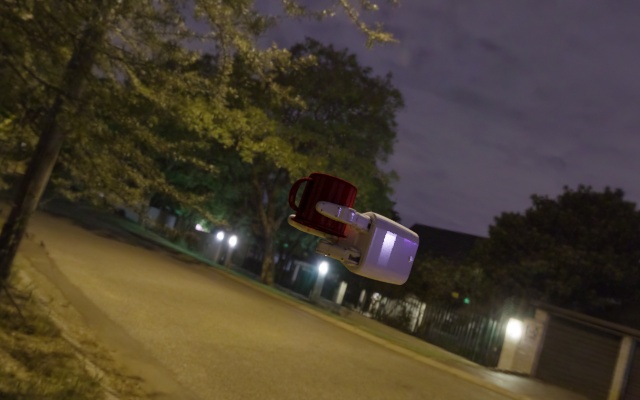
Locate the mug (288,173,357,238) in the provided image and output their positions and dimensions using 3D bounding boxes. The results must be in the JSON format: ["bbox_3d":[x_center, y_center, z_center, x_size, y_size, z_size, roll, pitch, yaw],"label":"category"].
[{"bbox_3d":[-0.001,0.002,0.750,0.117,0.081,0.093,24,-9,-34],"label":"mug"}]
